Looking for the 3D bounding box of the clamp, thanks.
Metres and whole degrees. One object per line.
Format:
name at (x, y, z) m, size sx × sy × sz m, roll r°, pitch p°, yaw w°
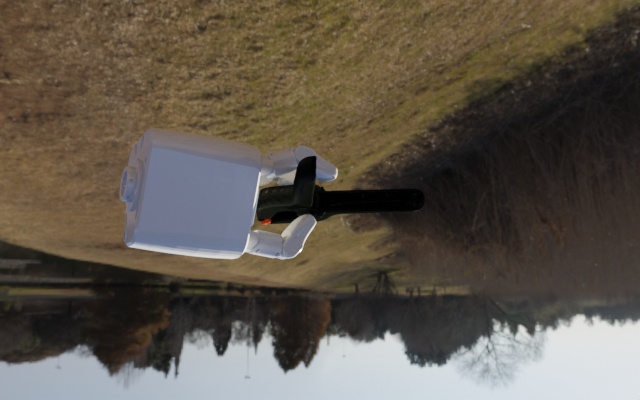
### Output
clamp at (0.000, 0.003, 0.544) m, size 0.164 × 0.036 × 0.210 m, roll 13°, pitch -18°, yaw -31°
